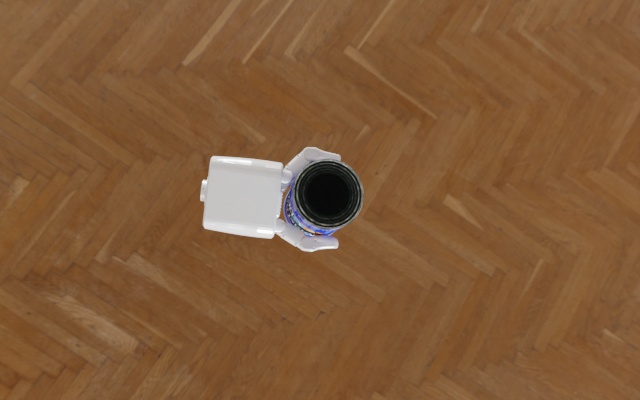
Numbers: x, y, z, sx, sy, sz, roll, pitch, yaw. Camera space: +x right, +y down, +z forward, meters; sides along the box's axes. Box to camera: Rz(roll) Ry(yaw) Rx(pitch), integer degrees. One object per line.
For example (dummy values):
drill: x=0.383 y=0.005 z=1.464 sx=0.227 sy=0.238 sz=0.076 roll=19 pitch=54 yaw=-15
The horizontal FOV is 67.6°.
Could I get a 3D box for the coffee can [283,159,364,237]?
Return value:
coffee can: x=0.000 y=0.003 z=0.738 sx=0.103 sy=0.103 sz=0.140 roll=0 pitch=-10 yaw=-10
